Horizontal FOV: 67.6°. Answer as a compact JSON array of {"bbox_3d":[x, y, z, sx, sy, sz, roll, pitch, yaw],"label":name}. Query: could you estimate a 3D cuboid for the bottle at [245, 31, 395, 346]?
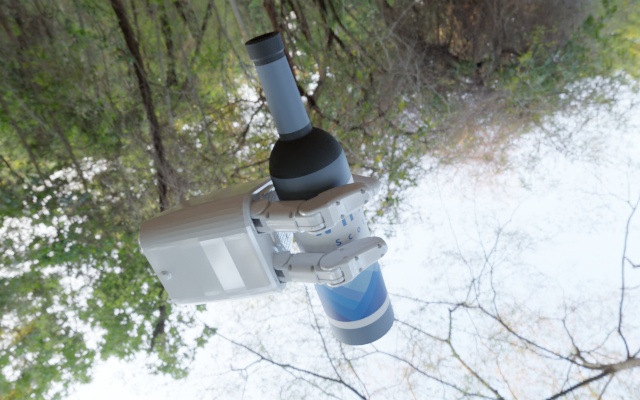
[{"bbox_3d":[0.000,0.002,0.423,0.069,0.296,0.069,-15,28,8],"label":"bottle"}]
